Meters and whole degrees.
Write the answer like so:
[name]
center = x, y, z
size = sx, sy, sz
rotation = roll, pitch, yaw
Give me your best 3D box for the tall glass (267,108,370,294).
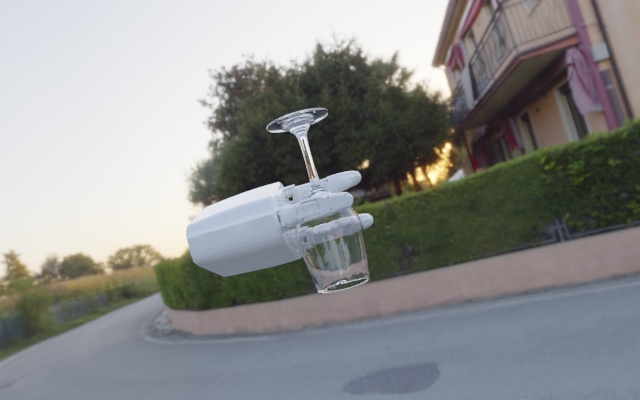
[tall glass]
center = 0.000, 0.001, 0.550
size = 0.079, 0.201, 0.079
rotation = -16, -3, -1
